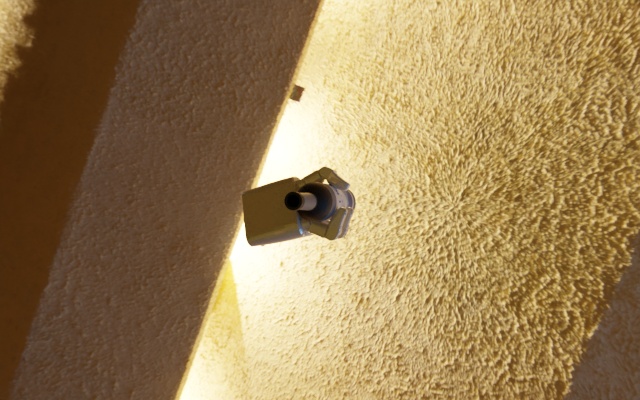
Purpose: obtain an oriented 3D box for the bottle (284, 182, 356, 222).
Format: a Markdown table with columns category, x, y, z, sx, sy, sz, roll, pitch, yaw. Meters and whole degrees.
| category | x | y | z | sx | sy | sz | roll | pitch | yaw |
| --- | --- | --- | --- | --- | --- | --- | --- | --- | --- |
| bottle | 0.000 | 0.003 | 0.828 | 0.069 | 0.069 | 0.296 | 0 | -1 | 16 |
